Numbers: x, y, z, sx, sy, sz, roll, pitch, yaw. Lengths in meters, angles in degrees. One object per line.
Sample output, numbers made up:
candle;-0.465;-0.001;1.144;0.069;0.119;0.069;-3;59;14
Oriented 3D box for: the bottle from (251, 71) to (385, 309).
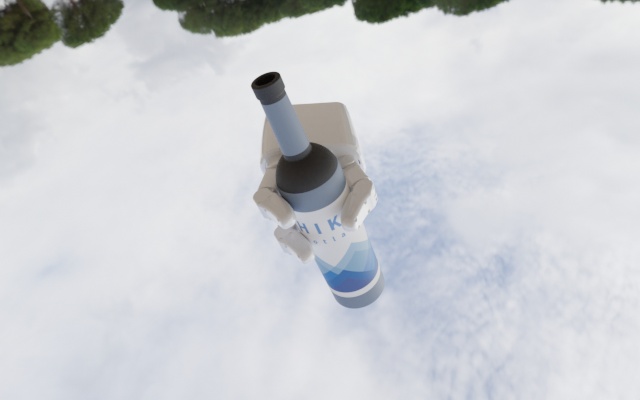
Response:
bottle;0.000;0.002;0.498;0.069;0.296;0.069;-14;40;12
